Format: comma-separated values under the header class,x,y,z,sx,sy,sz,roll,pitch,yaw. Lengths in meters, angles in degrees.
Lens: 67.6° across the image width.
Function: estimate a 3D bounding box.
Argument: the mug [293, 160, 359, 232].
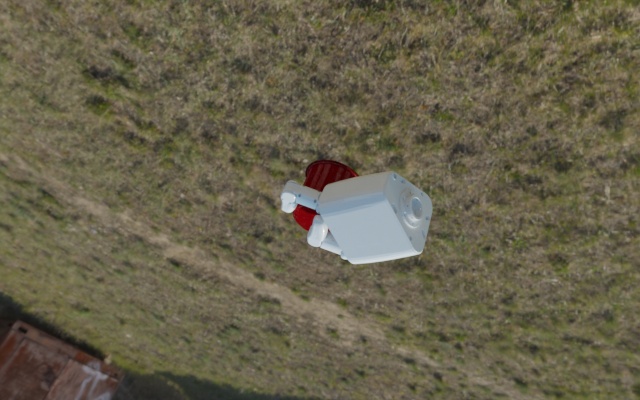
class,x,y,z,sx,sy,sz,roll,pitch,yaw
mug,-0.001,0.003,0.718,0.117,0.081,0.093,-15,-48,43
